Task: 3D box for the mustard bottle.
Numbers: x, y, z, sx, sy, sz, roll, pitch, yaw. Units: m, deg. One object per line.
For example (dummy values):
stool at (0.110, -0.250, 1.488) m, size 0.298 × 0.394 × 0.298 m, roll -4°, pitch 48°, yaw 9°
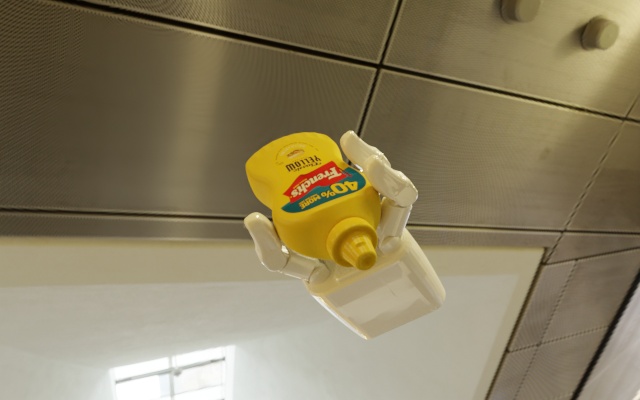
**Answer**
mustard bottle at (0.000, 0.001, 0.435) m, size 0.096 × 0.058 × 0.191 m, roll -20°, pitch 35°, yaw -13°
